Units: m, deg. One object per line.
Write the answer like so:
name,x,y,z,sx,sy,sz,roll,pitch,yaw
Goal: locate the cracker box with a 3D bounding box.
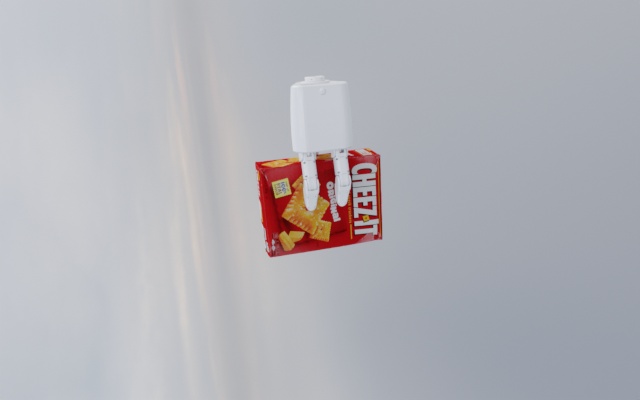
cracker box,0.000,0.003,0.850,0.213,0.164,0.072,-8,18,-12
